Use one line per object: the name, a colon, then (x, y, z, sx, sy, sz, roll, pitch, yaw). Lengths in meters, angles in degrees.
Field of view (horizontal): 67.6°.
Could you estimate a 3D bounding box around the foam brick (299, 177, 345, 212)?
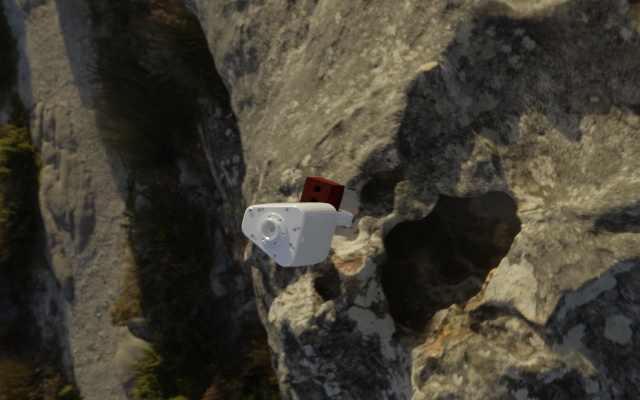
foam brick: (0.000, 0.002, 0.813, 0.053, 0.078, 0.051, 19, 7, 28)
